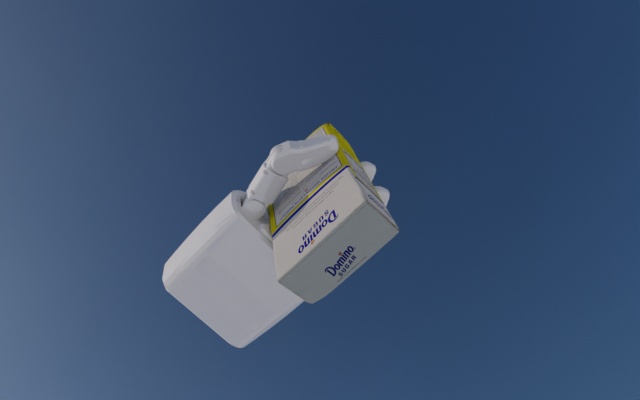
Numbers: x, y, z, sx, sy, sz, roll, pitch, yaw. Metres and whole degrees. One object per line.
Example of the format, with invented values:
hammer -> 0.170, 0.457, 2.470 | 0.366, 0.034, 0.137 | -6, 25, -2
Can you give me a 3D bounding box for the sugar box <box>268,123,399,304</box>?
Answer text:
sugar box -> 0.000, 0.002, 0.423 | 0.048, 0.093, 0.176 | 40, 15, -28
